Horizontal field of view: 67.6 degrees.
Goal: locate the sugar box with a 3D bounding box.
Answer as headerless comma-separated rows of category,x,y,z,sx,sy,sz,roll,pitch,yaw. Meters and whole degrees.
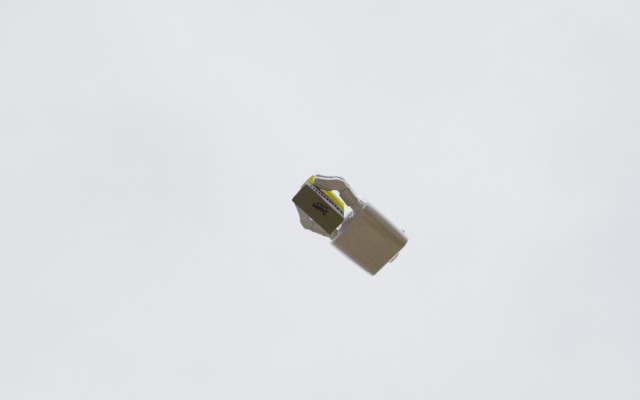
sugar box,0.001,0.003,0.895,0.093,0.048,0.176,42,6,-4
